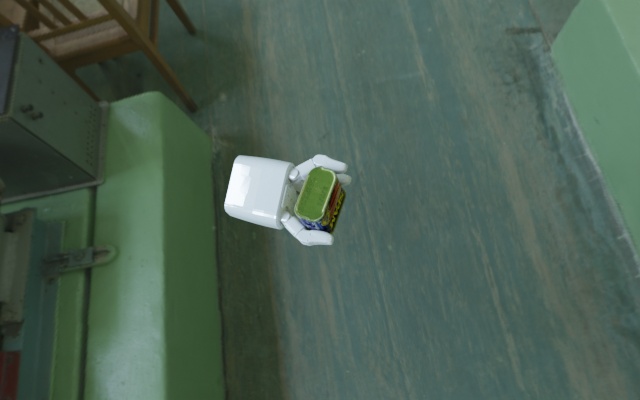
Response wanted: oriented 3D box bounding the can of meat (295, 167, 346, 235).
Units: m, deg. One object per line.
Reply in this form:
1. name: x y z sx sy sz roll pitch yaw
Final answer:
1. can of meat: 0.000 0.003 0.818 0.057 0.102 0.084 14 -18 18
